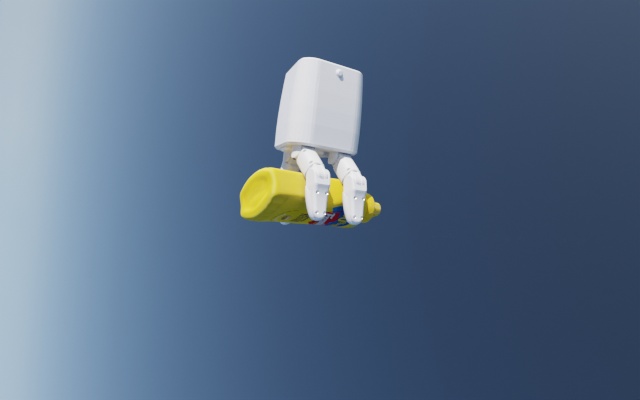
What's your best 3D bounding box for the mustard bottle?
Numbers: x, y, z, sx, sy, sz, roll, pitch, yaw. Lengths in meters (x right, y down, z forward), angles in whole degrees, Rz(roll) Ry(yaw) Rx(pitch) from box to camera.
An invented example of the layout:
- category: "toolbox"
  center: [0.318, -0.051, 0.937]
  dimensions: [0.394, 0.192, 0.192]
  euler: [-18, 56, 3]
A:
- category: "mustard bottle"
  center: [0.000, 0.002, 0.620]
  dimensions: [0.191, 0.058, 0.096]
  euler: [7, -24, -33]
